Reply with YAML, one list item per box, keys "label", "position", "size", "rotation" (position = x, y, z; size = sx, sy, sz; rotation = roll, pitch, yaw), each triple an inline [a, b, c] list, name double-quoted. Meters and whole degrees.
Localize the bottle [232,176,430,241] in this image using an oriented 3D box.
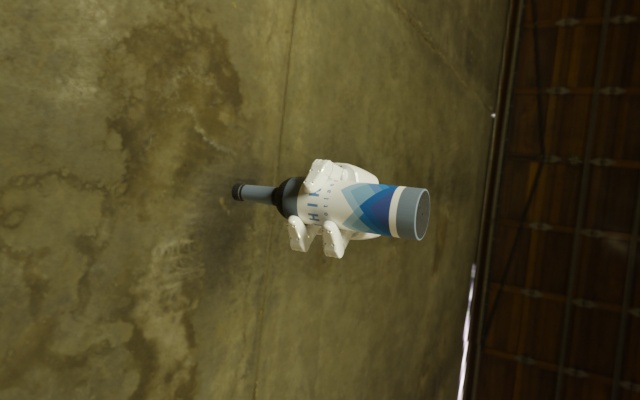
- label: "bottle"
  position: [0.000, 0.002, 0.672]
  size: [0.295, 0.069, 0.069]
  rotation: [7, 3, 27]
